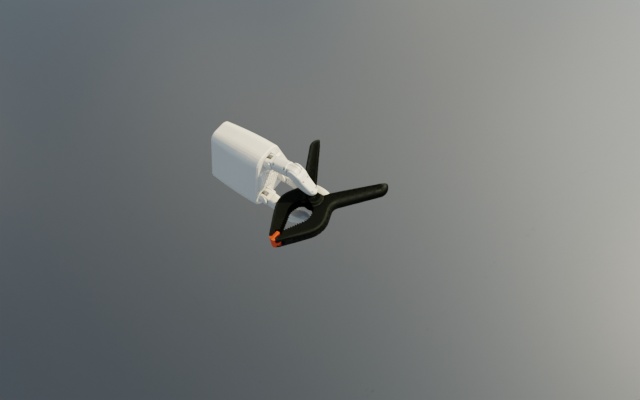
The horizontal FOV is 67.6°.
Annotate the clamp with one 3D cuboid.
[{"bbox_3d":[0.000,0.002,0.789,0.164,0.210,0.036,28,-26,21],"label":"clamp"}]
